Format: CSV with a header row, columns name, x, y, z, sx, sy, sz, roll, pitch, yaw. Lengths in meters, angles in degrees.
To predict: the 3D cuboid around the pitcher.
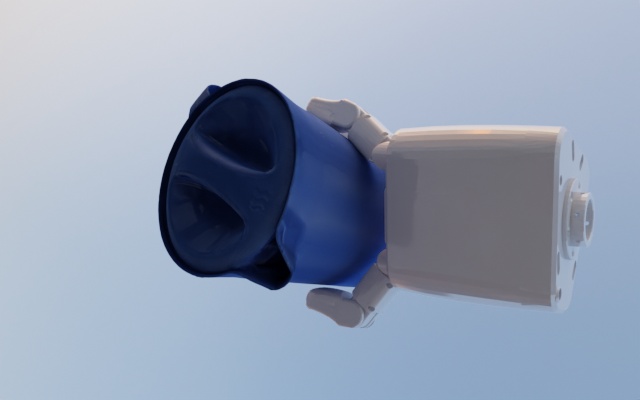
name,x,y,z,sx,sy,sz,roll,pitch,yaw
pitcher,0.000,0.001,0.400,0.145,0.149,0.243,3,-11,39
